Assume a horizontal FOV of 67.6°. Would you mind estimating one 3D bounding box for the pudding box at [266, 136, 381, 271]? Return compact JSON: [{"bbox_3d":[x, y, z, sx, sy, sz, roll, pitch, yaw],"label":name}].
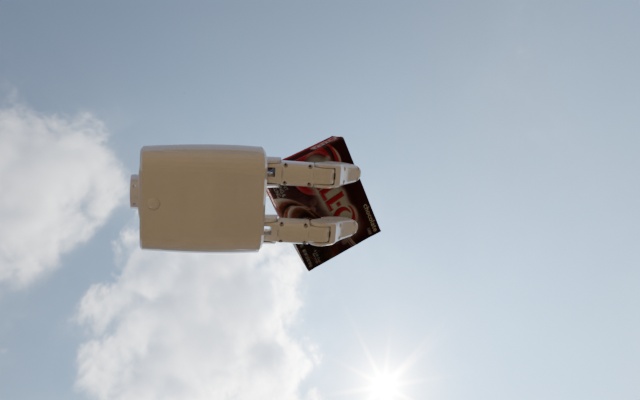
[{"bbox_3d":[0.000,0.002,0.493,0.090,0.113,0.039,-27,20,-11],"label":"pudding box"}]
